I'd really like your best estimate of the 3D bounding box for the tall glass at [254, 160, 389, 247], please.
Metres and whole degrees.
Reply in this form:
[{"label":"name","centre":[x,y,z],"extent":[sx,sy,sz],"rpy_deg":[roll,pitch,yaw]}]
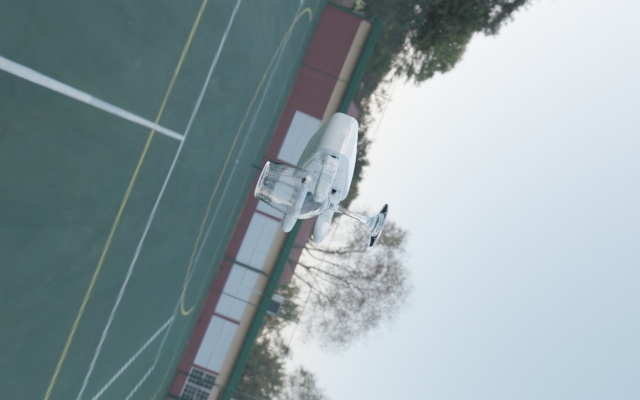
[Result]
[{"label":"tall glass","centre":[0.001,0.003,0.749],"extent":[0.201,0.079,0.079],"rpy_deg":[22,-1,-3]}]
